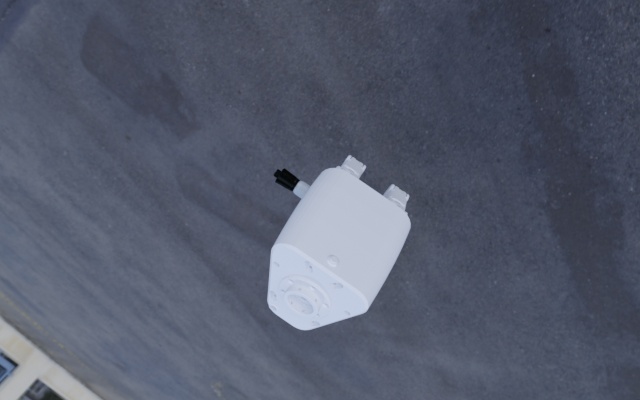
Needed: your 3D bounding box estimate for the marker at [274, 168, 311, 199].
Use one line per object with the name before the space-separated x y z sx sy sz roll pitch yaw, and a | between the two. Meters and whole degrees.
marker | 0.000 0.002 0.533 0.121 0.020 0.020 34 1 1
